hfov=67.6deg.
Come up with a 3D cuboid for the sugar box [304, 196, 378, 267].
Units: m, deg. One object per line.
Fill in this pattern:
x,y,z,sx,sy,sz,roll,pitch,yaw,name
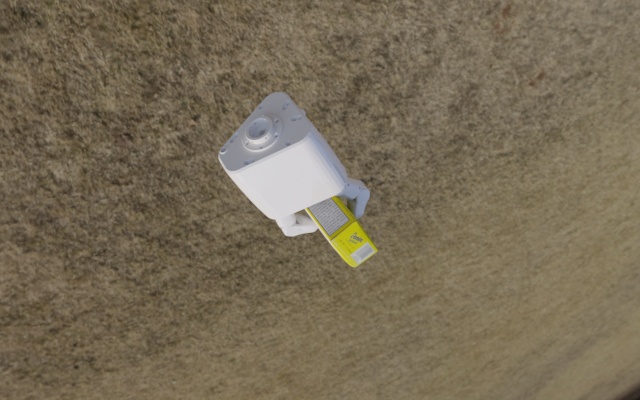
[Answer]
0.001,0.002,0.638,0.048,0.176,0.093,-37,-37,1,sugar box
